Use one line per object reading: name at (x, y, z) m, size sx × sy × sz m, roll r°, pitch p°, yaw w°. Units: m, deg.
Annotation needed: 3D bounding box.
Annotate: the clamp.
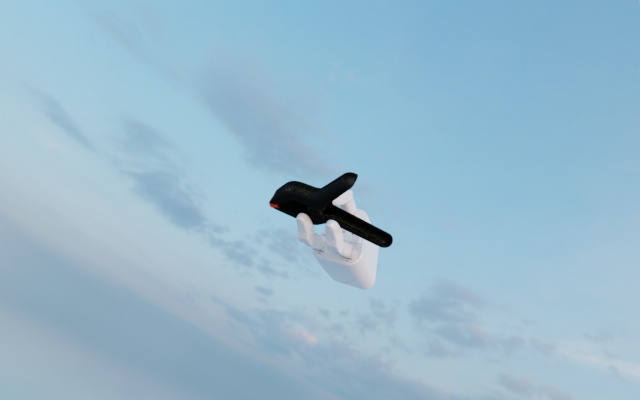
clamp at (0.000, 0.002, 0.743) m, size 0.210 × 0.036 × 0.165 m, roll 12°, pitch -32°, yaw 31°
